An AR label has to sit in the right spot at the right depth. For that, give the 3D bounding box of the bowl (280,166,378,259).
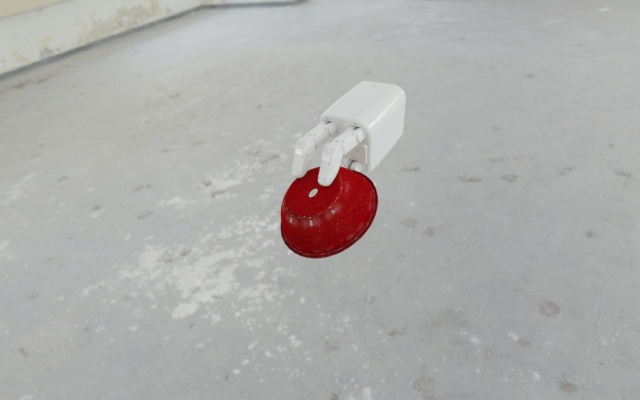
[{"bbox_3d":[-0.001,0.003,0.700,0.162,0.162,0.055,0,-34,31],"label":"bowl"}]
